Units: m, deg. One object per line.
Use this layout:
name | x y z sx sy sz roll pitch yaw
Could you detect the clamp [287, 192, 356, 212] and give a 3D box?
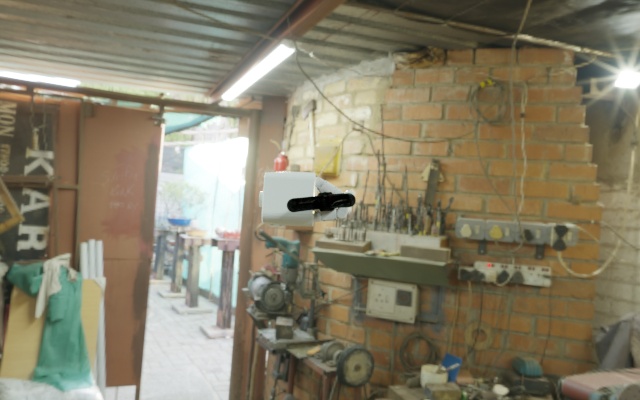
clamp | 0.000 0.002 0.897 0.120 0.039 0.171 0 -1 -1
